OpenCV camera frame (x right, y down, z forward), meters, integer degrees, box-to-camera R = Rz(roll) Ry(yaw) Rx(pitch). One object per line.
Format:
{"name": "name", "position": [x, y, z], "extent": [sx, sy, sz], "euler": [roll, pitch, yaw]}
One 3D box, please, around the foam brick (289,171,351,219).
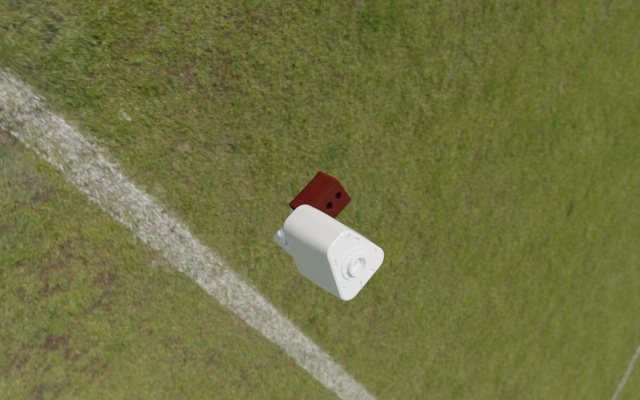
{"name": "foam brick", "position": [0.000, 0.002, 0.764], "extent": [0.051, 0.078, 0.053], "euler": [25, -21, 50]}
